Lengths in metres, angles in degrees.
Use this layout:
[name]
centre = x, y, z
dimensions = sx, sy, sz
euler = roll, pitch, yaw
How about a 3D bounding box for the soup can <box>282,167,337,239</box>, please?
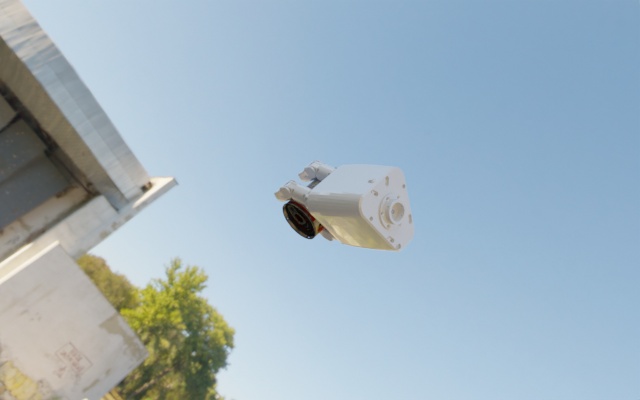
[soup can]
centre = 0.000, 0.002, 0.741
dimensions = 0.102, 0.068, 0.068
euler = -42, 23, -28
